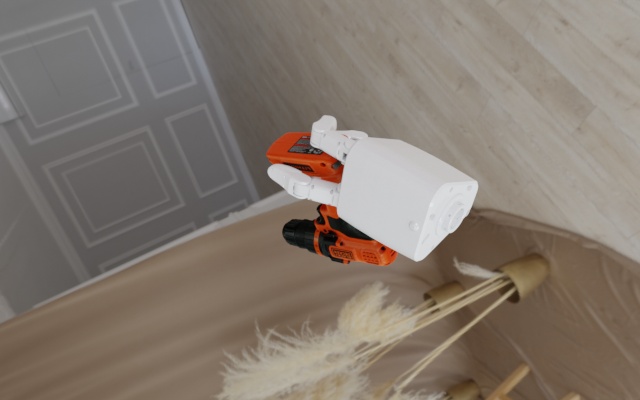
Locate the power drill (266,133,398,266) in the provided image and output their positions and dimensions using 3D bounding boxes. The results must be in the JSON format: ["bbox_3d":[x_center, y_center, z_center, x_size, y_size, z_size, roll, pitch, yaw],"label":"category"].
[{"bbox_3d":[0.000,0.002,0.624,0.184,0.188,0.057,6,45,35],"label":"power drill"}]
